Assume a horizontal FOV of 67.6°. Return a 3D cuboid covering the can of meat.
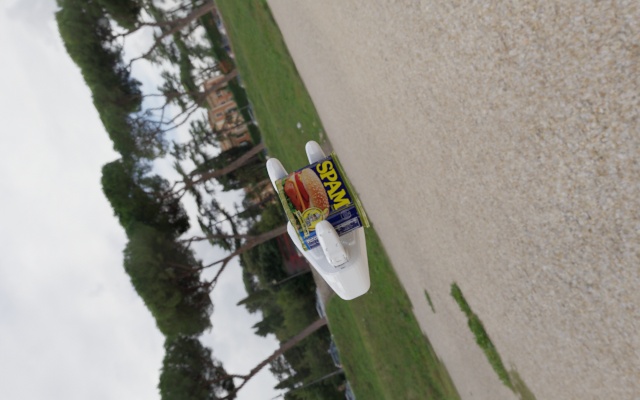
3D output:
[{"bbox_3d":[0.000,0.002,0.582,0.084,0.102,0.057,-25,-31,1],"label":"can of meat"}]
